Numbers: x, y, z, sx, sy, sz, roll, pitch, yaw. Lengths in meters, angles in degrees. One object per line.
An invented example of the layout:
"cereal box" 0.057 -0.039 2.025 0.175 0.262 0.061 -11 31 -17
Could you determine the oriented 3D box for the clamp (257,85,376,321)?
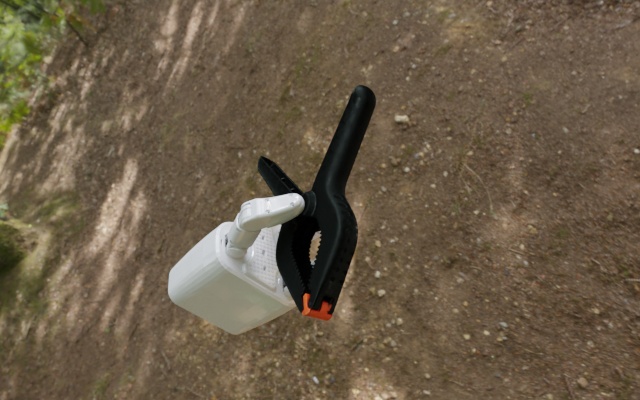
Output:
"clamp" -0.001 0.002 0.441 0.036 0.209 0.165 23 -45 -36
